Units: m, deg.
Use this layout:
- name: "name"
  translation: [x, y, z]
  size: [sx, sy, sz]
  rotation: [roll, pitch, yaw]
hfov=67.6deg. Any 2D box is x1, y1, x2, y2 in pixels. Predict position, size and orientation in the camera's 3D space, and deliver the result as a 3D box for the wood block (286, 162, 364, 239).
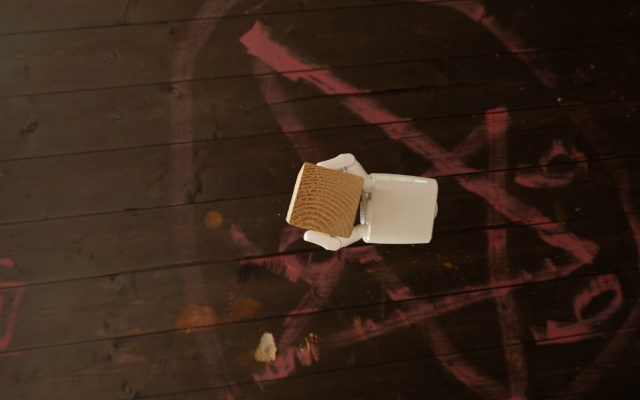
- name: "wood block"
  translation: [0.000, 0.003, 0.759]
  size: [0.090, 0.091, 0.206]
  rotation: [14, -3, -4]
